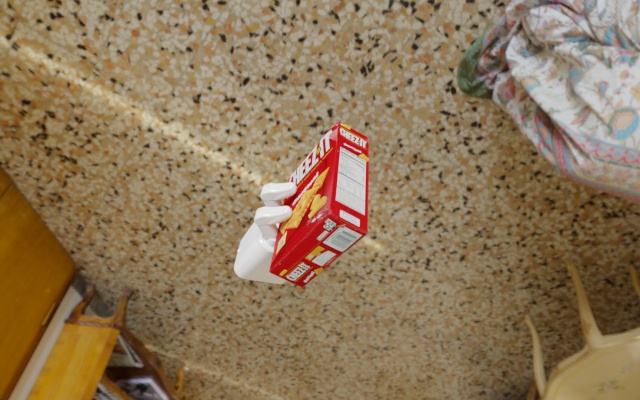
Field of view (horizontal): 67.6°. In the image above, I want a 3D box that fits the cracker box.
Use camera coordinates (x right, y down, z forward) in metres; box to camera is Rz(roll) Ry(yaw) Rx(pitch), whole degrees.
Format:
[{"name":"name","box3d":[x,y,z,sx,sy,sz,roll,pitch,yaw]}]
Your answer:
[{"name":"cracker box","box3d":[0.000,0.003,0.746,0.072,0.213,0.164,28,-49,-20]}]
